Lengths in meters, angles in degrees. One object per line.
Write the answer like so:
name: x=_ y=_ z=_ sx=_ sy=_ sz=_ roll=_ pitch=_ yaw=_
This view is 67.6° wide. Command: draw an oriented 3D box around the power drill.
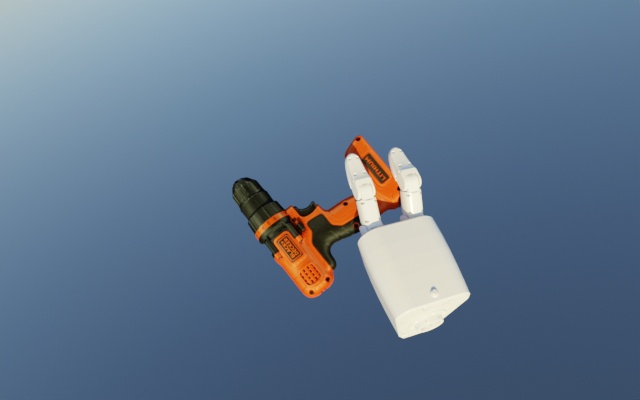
power drill: x=0.001 y=0.002 z=0.619 sx=0.187 sy=0.184 sz=0.057 roll=-39 pitch=-11 yaw=-2
